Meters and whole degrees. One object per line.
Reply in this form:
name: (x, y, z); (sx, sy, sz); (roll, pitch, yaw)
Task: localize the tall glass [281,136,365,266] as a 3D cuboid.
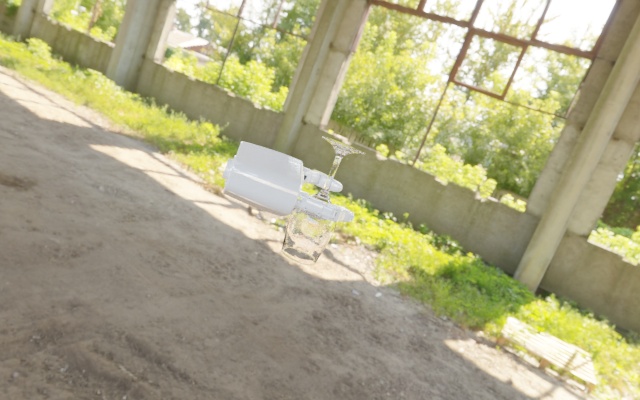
tall glass: (0.001, 0.002, 0.775); (0.079, 0.201, 0.079); (21, 9, -4)
